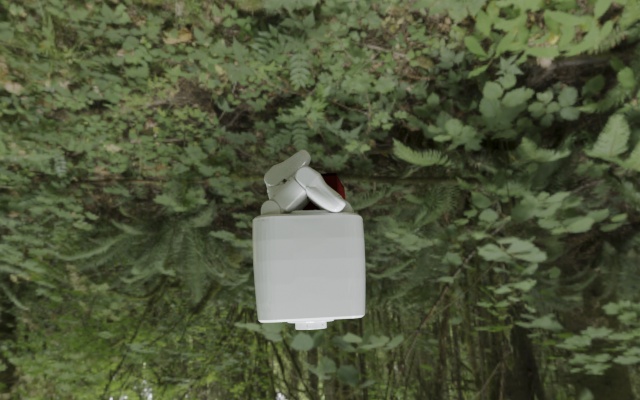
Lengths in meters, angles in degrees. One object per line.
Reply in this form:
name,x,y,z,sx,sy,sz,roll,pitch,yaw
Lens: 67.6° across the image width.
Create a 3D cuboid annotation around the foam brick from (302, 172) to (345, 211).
foam brick,0.000,0.002,0.576,0.053,0.051,0.078,-5,-12,10
